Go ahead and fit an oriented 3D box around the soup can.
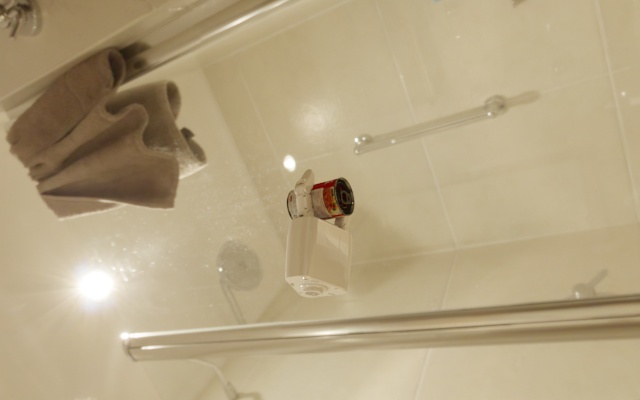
[{"bbox_3d":[0.000,0.002,0.845,0.102,0.068,0.068,-13,-7,30],"label":"soup can"}]
